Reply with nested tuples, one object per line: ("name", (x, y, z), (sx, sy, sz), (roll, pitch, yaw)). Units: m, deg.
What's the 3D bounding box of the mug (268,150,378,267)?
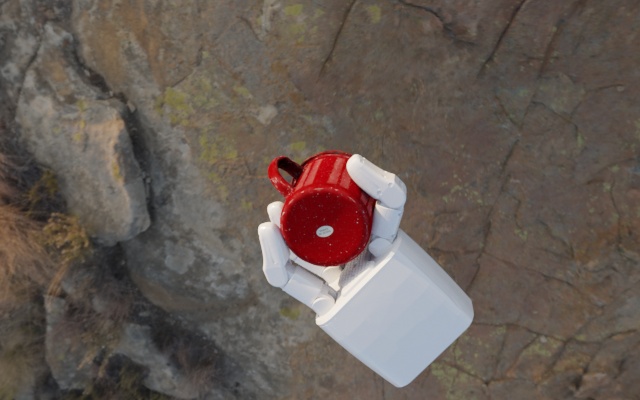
("mug", (-0.001, 0.001, 0.446), (0.117, 0.093, 0.081), (41, 23, -9))
